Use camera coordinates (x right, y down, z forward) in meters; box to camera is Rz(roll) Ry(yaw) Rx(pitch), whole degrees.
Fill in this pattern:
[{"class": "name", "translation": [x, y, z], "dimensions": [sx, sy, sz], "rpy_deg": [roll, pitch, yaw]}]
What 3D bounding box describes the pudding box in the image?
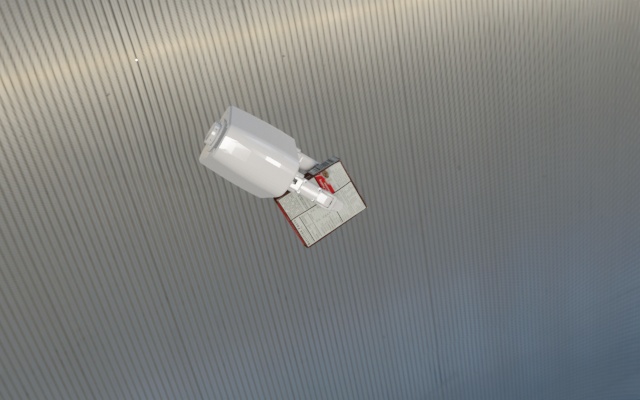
[{"class": "pudding box", "translation": [0.000, 0.002, 0.704], "dimensions": [0.113, 0.090, 0.039], "rpy_deg": [-33, 19, -6]}]
